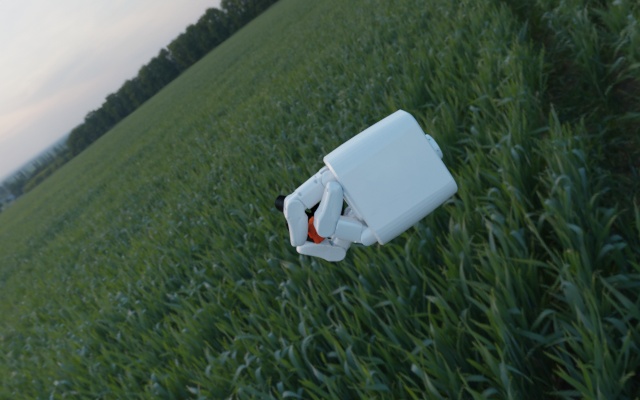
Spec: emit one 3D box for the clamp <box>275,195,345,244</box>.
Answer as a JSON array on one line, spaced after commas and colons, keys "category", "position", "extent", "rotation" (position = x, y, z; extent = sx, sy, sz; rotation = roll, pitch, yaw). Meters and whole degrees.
[{"category": "clamp", "position": [0.000, 0.002, 0.630], "extent": [0.120, 0.039, 0.171], "rotation": [-35, 22, 2]}]
